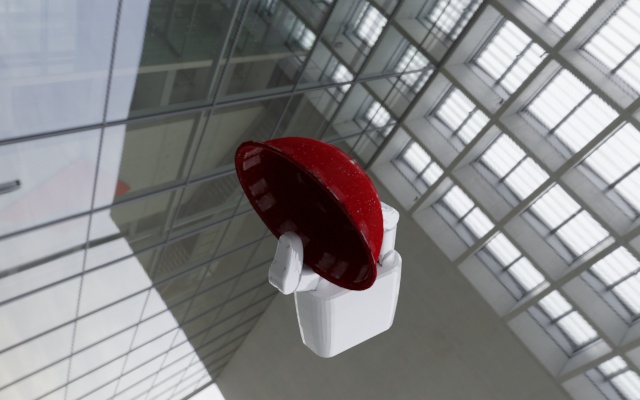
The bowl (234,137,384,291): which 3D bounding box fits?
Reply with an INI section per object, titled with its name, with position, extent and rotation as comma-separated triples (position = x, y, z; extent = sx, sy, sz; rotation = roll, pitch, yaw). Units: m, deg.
[bowl]
position = 0.000, 0.000, 0.413
extent = 0.055, 0.162, 0.162
rotation = -43, 21, -24
